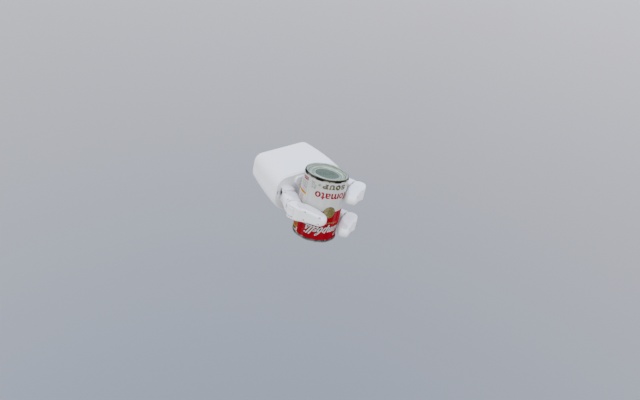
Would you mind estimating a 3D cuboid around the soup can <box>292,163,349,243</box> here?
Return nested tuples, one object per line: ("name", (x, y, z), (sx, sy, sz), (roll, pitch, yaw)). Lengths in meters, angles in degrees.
("soup can", (0.000, 0.002, 0.717), (0.068, 0.102, 0.068), (11, 24, -5))
